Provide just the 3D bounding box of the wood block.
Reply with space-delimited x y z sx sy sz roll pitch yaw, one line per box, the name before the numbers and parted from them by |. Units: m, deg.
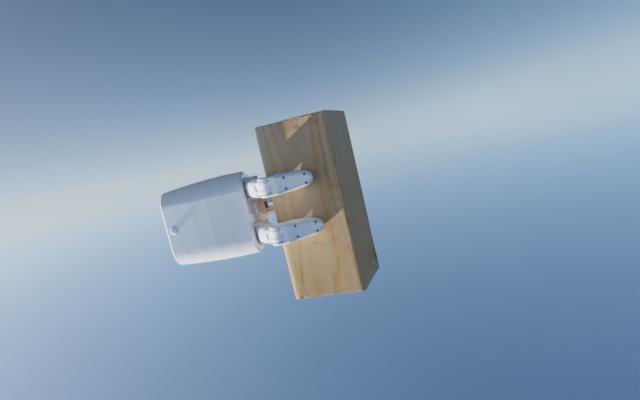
wood block | 0.000 0.002 0.580 0.090 0.206 0.091 -11 7 18
